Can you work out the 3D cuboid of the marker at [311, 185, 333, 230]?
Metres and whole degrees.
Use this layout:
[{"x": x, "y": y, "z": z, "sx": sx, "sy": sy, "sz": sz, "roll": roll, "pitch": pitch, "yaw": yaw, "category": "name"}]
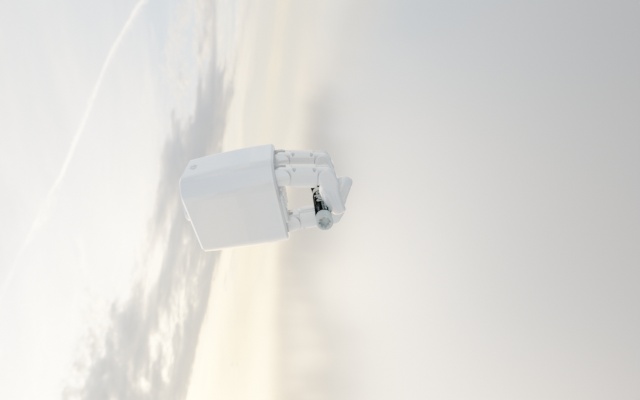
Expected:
[{"x": 0.000, "y": 0.002, "z": 0.577, "sx": 0.020, "sy": 0.020, "sz": 0.121, "roll": 0, "pitch": 22, "yaw": -5, "category": "marker"}]
